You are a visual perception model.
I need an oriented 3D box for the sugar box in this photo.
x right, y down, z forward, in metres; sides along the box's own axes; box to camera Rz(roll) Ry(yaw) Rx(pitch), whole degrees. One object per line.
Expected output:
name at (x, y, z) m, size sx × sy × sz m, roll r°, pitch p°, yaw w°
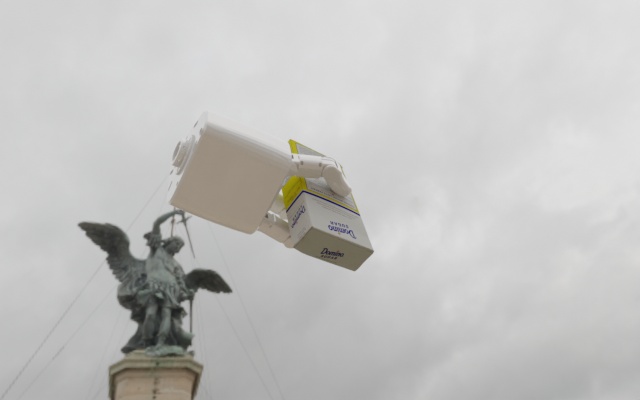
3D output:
sugar box at (0.000, 0.002, 0.603) m, size 0.093 × 0.048 × 0.176 m, roll 24°, pitch 33°, yaw -29°
